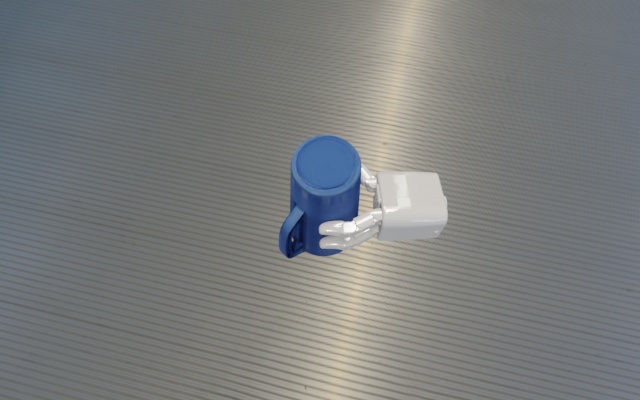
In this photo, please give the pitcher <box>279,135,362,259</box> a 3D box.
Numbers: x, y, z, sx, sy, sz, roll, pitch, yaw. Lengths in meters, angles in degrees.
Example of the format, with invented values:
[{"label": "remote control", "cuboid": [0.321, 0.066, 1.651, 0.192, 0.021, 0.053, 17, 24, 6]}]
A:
[{"label": "pitcher", "cuboid": [0.000, 0.003, 0.817, 0.145, 0.149, 0.243, 1, -26, 0]}]
